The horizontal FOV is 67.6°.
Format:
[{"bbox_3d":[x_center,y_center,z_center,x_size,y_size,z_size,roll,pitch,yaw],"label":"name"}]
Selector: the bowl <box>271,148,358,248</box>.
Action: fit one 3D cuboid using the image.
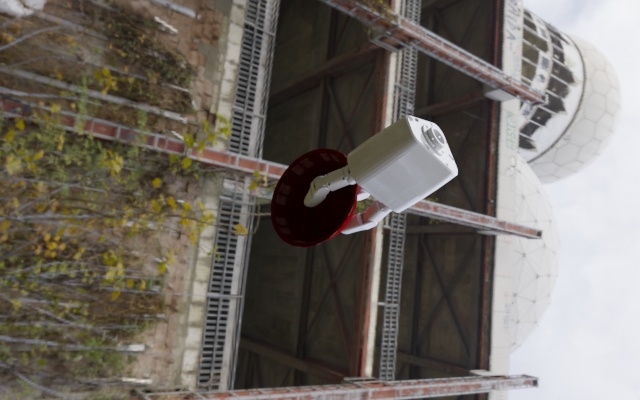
[{"bbox_3d":[-0.001,0.003,0.749,0.162,0.162,0.055,0,-20,36],"label":"bowl"}]
